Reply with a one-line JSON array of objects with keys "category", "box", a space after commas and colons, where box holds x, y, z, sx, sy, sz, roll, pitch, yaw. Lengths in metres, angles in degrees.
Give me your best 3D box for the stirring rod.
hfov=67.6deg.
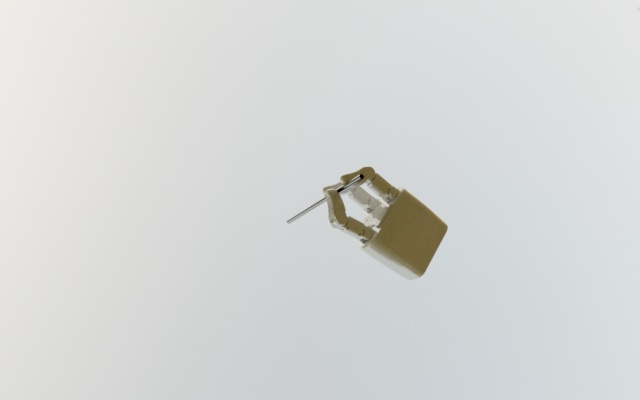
[{"category": "stirring rod", "box": [0.000, 0.003, 0.774, 0.011, 0.011, 0.239, 0, -18, -30]}]
